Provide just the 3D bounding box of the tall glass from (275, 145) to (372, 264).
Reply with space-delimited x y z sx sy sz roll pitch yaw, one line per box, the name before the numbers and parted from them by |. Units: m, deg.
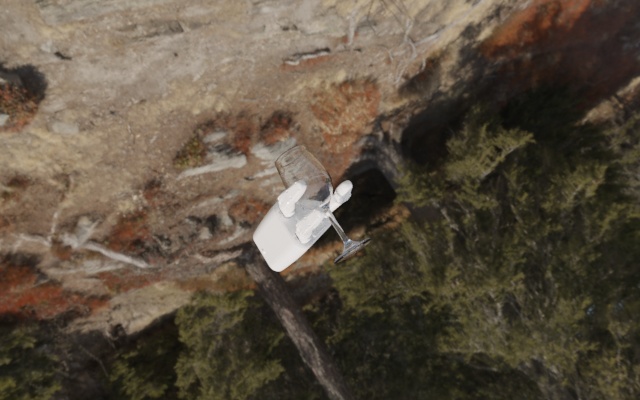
tall glass | 0.001 0.003 0.806 0.079 0.201 0.079 -31 -14 -9
